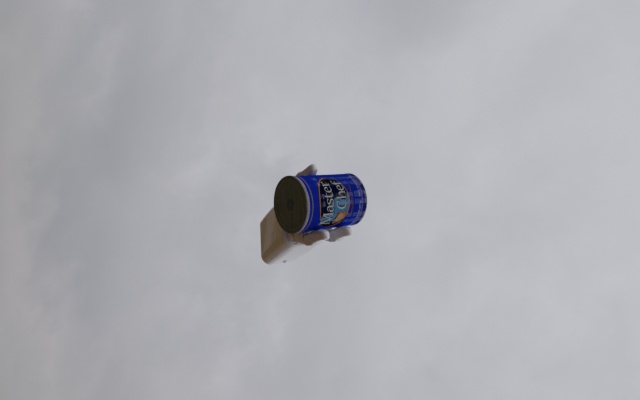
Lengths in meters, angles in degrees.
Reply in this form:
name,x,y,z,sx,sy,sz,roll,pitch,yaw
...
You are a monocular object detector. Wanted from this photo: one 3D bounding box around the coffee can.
name,x,y,z,sx,sy,sz,roll,pitch,yaw
coffee can,0.000,0.003,0.876,0.140,0.103,0.103,-5,3,-38
